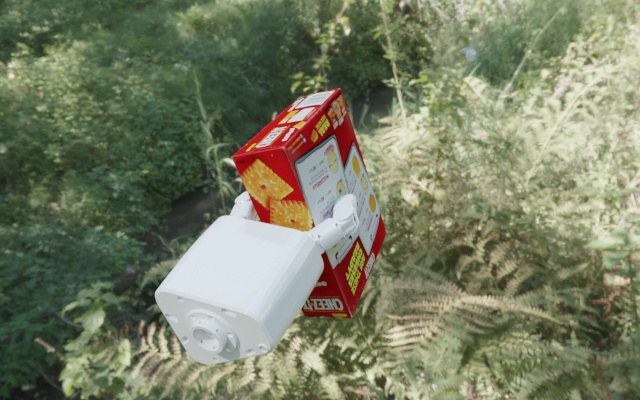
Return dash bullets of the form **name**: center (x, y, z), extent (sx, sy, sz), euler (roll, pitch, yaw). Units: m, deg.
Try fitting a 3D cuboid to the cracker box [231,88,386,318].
- **cracker box**: center (0.000, 0.002, 0.556), extent (0.072, 0.214, 0.164), euler (-6, 29, 28)
